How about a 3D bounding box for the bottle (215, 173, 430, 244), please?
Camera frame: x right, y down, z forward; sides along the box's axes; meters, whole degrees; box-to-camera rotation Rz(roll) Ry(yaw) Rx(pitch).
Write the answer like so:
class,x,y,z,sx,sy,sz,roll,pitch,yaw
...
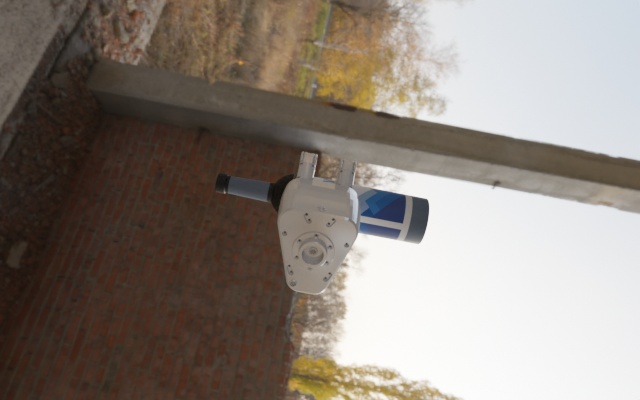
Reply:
class,x,y,z,sx,sy,sz,roll,pitch,yaw
bottle,0.000,0.002,0.674,0.296,0.069,0.069,11,0,-1
